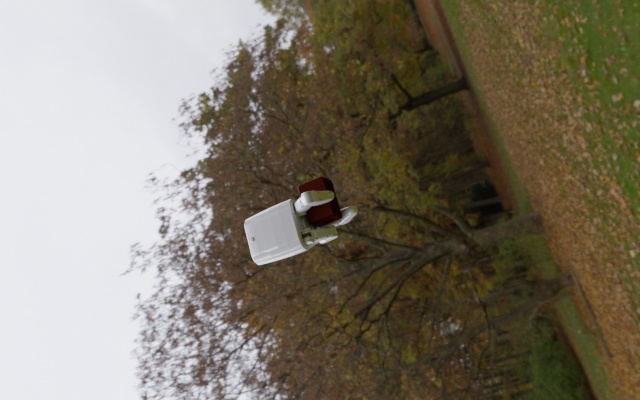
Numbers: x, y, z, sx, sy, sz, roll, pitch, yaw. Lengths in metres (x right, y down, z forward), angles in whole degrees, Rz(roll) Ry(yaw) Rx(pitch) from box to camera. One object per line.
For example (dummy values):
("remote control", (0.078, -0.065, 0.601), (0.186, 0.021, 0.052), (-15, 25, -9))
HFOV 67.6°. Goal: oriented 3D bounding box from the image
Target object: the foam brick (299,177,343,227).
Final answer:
("foam brick", (0.000, 0.003, 0.887), (0.051, 0.078, 0.053), (-22, -16, 19))
